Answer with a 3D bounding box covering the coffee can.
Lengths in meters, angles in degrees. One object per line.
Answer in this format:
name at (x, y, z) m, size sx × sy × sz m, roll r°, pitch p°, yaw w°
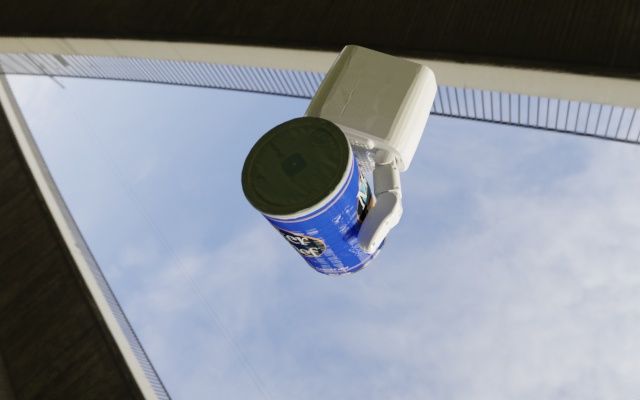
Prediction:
coffee can at (0.000, 0.002, 0.469) m, size 0.103 × 0.102 × 0.140 m, roll 0°, pitch -29°, yaw 23°
